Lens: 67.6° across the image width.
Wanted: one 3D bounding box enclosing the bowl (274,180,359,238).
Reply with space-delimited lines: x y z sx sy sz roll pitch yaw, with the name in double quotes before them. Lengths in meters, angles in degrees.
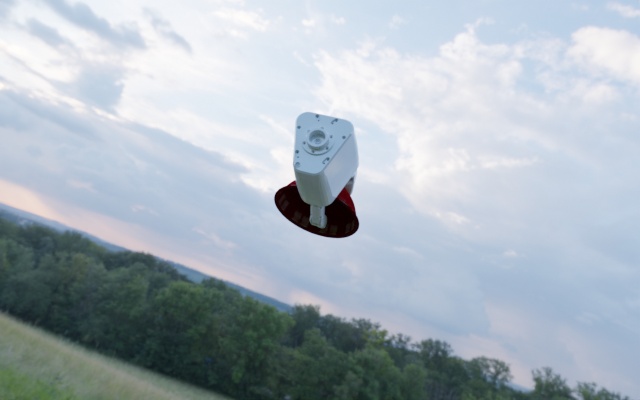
"bowl" 0.000 0.003 0.867 0.162 0.055 0.162 16 -31 10
